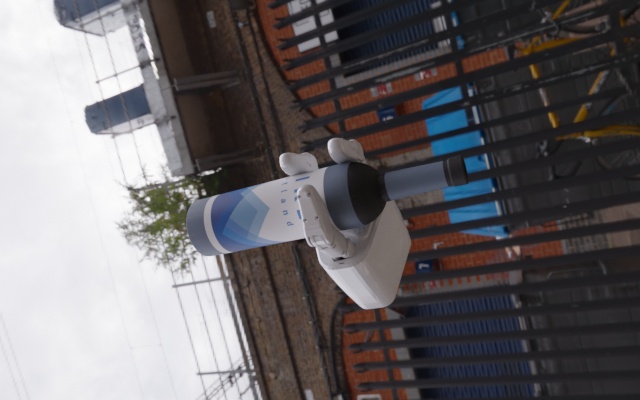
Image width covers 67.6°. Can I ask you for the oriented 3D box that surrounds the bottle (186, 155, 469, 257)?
[{"bbox_3d":[0.000,0.002,0.493,0.296,0.069,0.069,-13,-5,22],"label":"bottle"}]
